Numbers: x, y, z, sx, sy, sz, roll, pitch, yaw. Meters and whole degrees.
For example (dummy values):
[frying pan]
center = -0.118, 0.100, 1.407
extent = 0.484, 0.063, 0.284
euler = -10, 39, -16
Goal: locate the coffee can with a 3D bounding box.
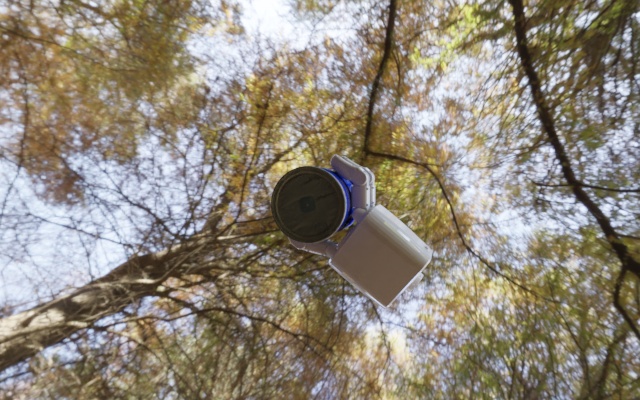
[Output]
[coffee can]
center = 0.000, 0.002, 0.693
extent = 0.103, 0.103, 0.140
euler = 0, 3, 15
